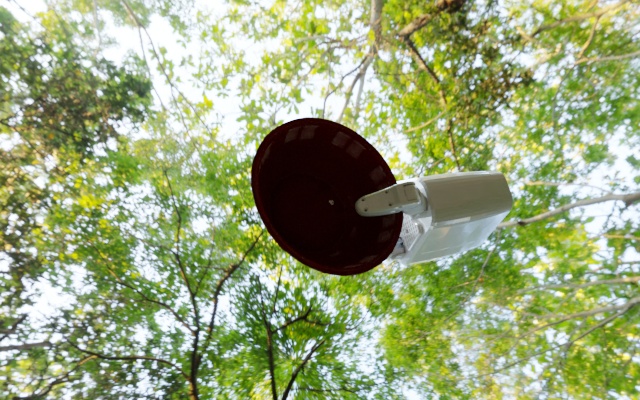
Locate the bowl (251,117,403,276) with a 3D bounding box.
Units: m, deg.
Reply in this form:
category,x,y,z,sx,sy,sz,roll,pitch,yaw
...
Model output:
category,x,y,z,sx,sy,sz,roll,pitch,yaw
bowl,-0.001,0.001,0.469,0.162,0.162,0.055,0,-22,-30
